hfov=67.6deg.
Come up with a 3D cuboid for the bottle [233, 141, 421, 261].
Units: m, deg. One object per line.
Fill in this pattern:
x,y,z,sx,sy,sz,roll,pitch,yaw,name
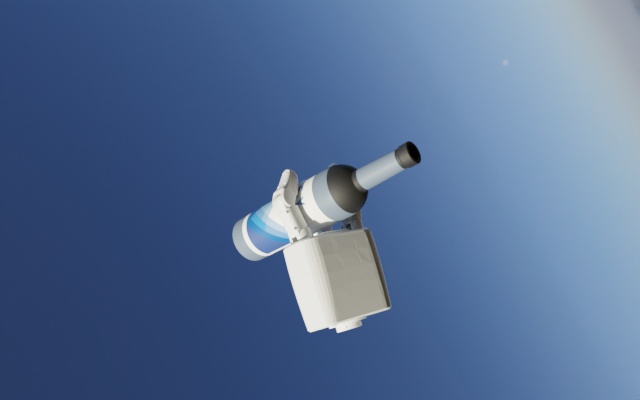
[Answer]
0.000,0.002,0.613,0.296,0.069,0.069,-28,-18,38,bottle
